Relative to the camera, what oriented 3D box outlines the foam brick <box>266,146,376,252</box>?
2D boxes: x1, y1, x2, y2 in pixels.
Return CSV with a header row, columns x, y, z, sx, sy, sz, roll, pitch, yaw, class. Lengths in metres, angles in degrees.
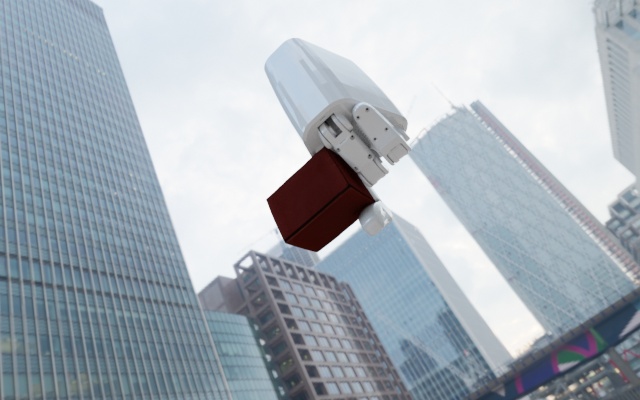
x,y,z,sx,sy,sz,roll,pitch,yaw,class
0.000,0.002,0.434,0.078,0.051,0.053,-41,-33,15,foam brick
